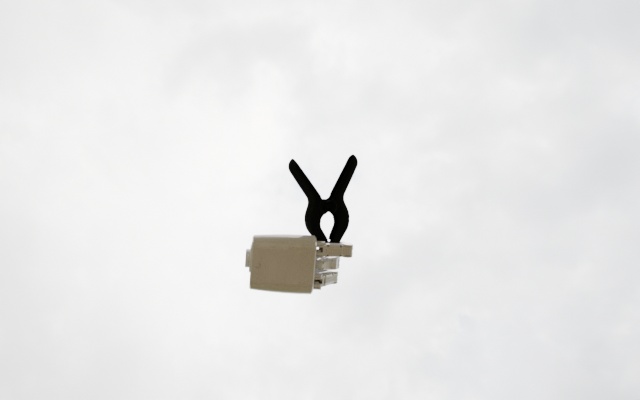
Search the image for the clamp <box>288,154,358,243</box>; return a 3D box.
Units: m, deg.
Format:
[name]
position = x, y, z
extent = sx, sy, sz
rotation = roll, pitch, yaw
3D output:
[clamp]
position = 0.000, 0.003, 0.814
extent = 0.120, 0.171, 0.039
rotation = 4, 2, -10
